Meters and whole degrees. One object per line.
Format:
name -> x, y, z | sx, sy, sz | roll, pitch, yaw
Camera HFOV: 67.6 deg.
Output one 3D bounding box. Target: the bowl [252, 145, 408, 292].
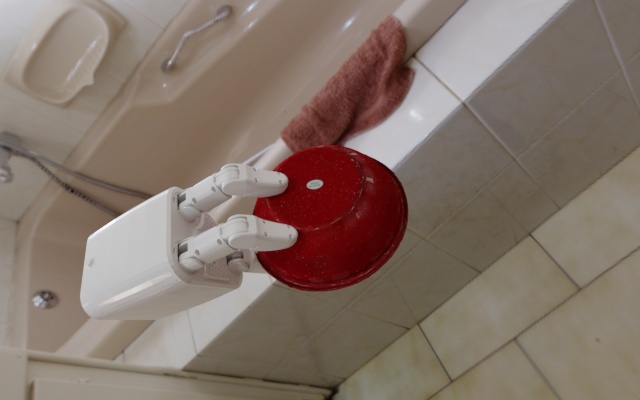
bowl -> 0.001, 0.001, 0.454 | 0.162, 0.162, 0.055 | 0, -33, 16
